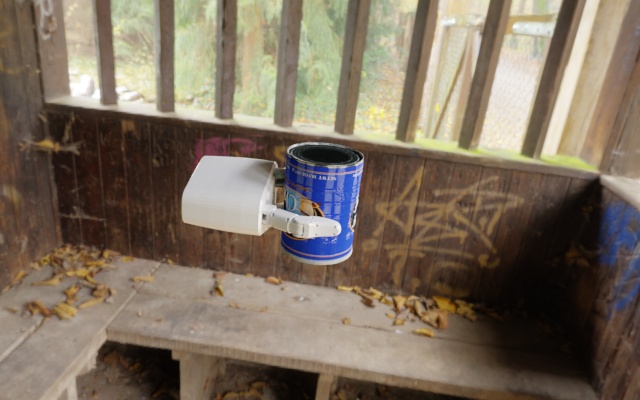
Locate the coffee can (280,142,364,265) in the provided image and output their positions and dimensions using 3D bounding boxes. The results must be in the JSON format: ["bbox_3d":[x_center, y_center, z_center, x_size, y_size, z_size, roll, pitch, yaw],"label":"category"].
[{"bbox_3d":[0.000,0.002,0.651,0.103,0.140,0.102,5,22,-2],"label":"coffee can"}]
